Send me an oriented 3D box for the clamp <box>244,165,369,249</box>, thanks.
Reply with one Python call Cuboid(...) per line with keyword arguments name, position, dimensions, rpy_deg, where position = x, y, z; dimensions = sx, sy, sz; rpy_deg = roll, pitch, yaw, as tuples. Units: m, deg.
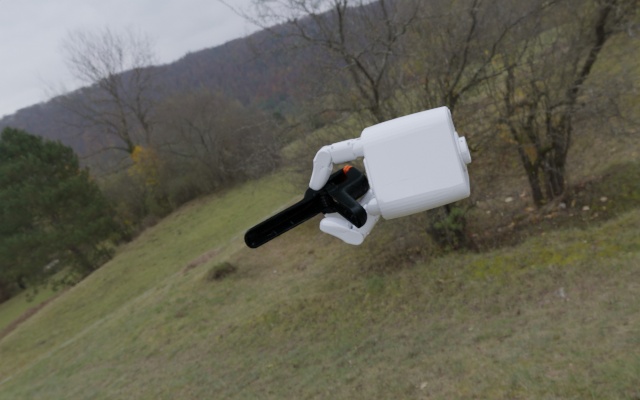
Cuboid(name="clamp", position=(0.000, 0.001, 0.638), dimensions=(0.164, 0.036, 0.210), rpy_deg=(-14, 17, 21))
